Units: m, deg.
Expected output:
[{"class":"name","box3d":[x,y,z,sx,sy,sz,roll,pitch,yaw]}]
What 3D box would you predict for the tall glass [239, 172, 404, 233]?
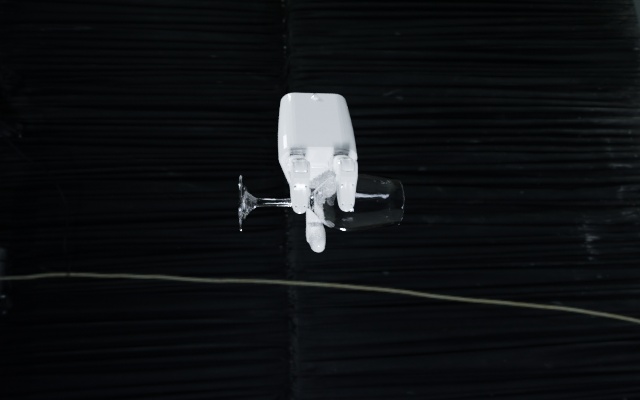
[{"class":"tall glass","box3d":[-0.001,0.002,0.603,0.201,0.079,0.079,0,0,-7]}]
